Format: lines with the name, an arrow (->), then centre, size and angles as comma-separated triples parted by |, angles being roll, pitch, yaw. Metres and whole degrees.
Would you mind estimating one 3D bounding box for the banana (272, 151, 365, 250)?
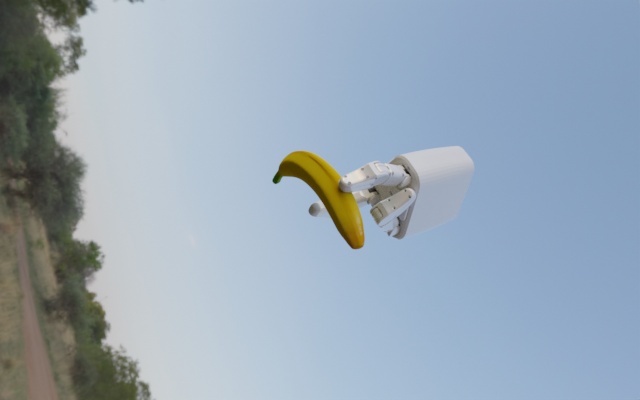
banana -> -0.001, -0.016, 0.593 | 0.037, 0.070, 0.197 | -14, 33, -29
